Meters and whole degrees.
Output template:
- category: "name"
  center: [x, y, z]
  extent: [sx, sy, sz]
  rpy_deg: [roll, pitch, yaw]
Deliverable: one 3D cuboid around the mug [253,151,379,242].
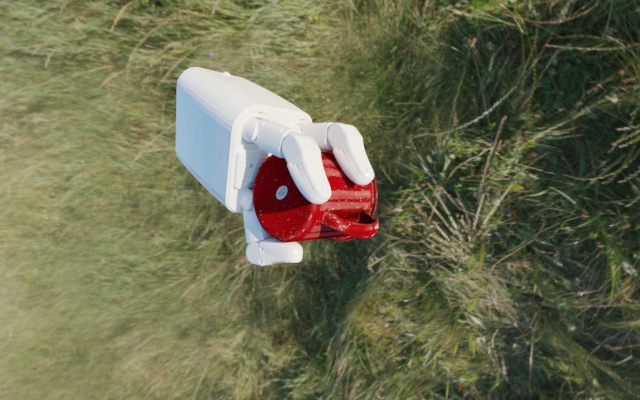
- category: "mug"
  center: [0.001, 0.002, 0.435]
  extent: [0.117, 0.093, 0.081]
  rpy_deg: [37, 24, 33]
